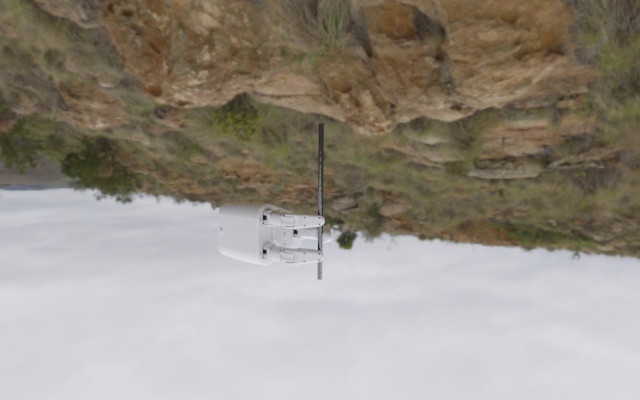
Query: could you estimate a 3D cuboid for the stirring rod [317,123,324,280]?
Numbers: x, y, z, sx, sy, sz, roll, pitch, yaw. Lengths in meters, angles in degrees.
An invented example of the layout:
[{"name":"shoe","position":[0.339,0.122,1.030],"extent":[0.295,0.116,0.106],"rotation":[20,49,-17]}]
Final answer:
[{"name":"stirring rod","position":[0.000,0.002,0.733],"extent":[0.011,0.239,0.011],"rotation":[1,4,0]}]
